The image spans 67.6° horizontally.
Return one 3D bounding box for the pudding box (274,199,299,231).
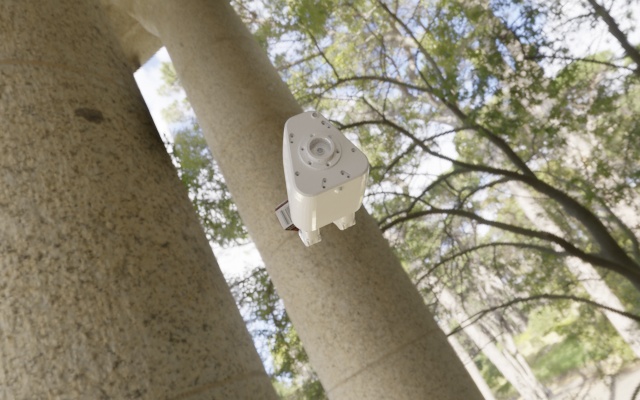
[{"bbox_3d":[0.000,0.002,0.699,0.113,0.039,0.090,-33,-17,15],"label":"pudding box"}]
